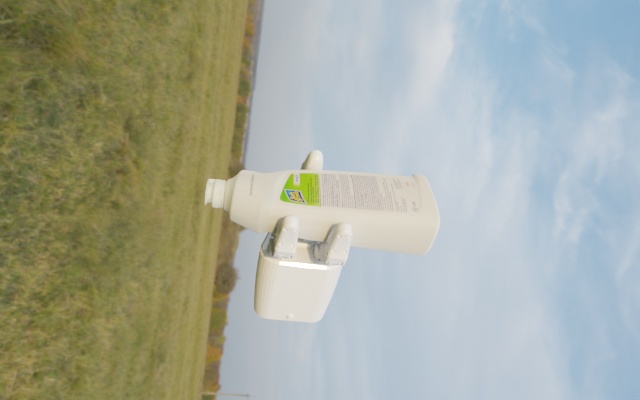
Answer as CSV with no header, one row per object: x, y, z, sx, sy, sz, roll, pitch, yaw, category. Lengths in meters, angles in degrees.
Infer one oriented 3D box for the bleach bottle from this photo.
0.000,0.002,0.538,0.251,0.068,0.102,8,36,-9,bleach bottle
